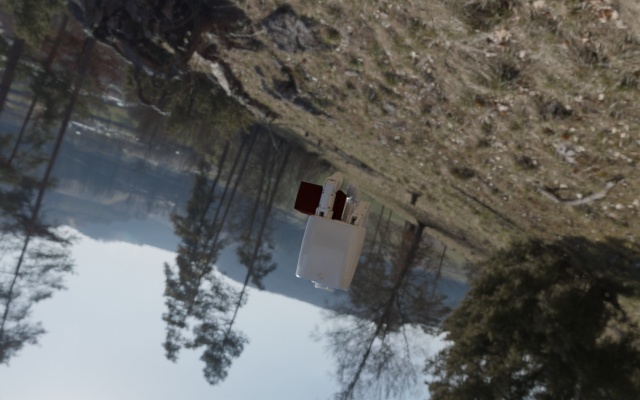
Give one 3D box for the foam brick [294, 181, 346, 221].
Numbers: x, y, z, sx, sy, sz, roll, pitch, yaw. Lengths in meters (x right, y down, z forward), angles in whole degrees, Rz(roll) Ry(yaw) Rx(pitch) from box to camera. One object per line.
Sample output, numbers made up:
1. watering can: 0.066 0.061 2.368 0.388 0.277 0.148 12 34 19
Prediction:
1. foam brick: 0.000 0.003 0.843 0.078 0.051 0.053 14 -6 16
